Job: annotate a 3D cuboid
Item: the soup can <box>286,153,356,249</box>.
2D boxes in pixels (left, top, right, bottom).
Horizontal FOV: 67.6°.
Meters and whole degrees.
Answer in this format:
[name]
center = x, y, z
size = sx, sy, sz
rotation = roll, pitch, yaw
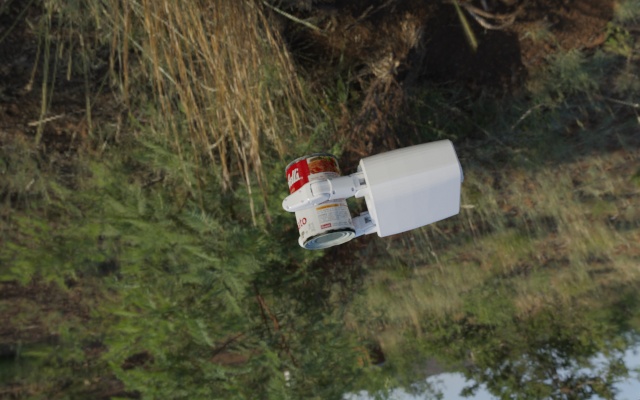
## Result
[soup can]
center = 0.000, 0.002, 0.590
size = 0.068, 0.102, 0.068
rotation = -12, -19, -4
